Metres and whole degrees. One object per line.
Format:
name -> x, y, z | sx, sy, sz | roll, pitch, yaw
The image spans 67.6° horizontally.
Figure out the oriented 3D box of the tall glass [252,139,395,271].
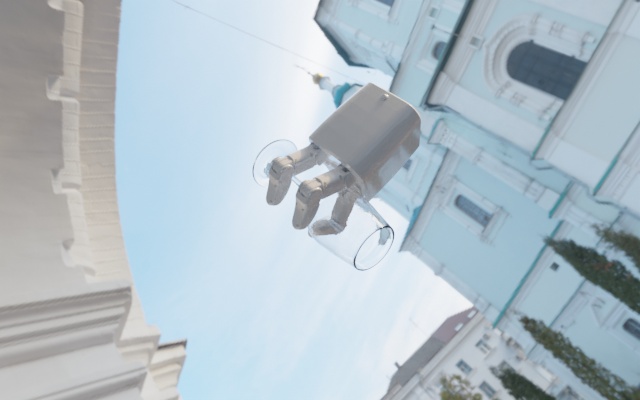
tall glass -> 0.000, 0.002, 0.592 | 0.079, 0.079, 0.201 | 0, 32, -46
